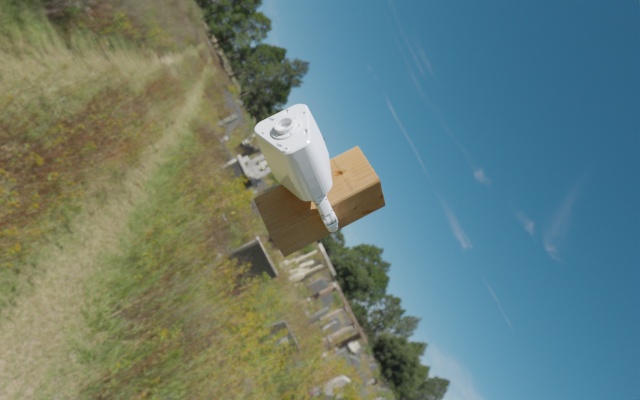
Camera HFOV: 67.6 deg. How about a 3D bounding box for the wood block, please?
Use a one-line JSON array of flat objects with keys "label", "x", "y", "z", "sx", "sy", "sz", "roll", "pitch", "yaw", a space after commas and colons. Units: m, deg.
[{"label": "wood block", "x": 0.000, "y": 0.003, "z": 0.848, "sx": 0.206, "sy": 0.090, "sz": 0.090, "roll": -27, "pitch": -34, "yaw": -2}]
